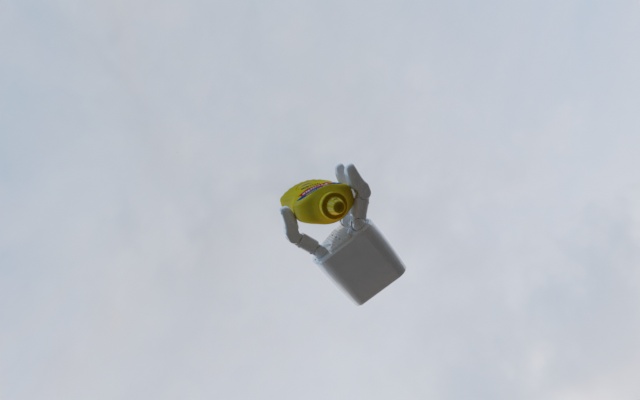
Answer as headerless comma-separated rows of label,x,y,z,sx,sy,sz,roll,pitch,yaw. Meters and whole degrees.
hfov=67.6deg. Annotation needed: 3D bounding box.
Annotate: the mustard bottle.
mustard bottle,0.000,0.002,0.758,0.096,0.058,0.191,-20,10,-14
